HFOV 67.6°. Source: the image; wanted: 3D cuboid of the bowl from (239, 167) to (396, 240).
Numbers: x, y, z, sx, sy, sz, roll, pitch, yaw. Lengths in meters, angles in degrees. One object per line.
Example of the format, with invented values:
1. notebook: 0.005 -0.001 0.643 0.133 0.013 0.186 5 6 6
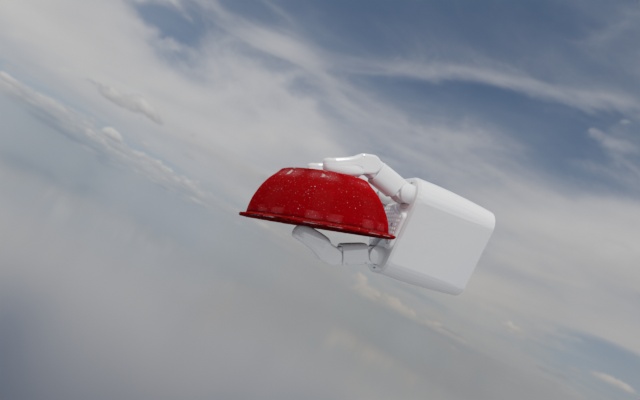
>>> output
1. bowl: -0.001 0.001 0.491 0.162 0.055 0.162 8 -4 1
